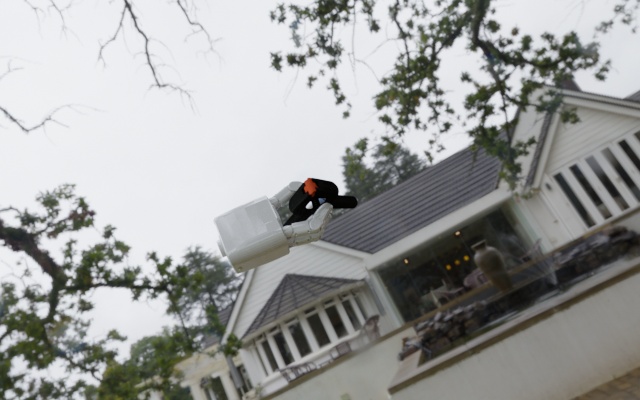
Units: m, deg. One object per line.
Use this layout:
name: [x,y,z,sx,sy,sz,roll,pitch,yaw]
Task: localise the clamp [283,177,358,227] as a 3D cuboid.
clamp: [0.000,0.002,0.887,0.164,0.036,0.210,-22,-18,-9]
